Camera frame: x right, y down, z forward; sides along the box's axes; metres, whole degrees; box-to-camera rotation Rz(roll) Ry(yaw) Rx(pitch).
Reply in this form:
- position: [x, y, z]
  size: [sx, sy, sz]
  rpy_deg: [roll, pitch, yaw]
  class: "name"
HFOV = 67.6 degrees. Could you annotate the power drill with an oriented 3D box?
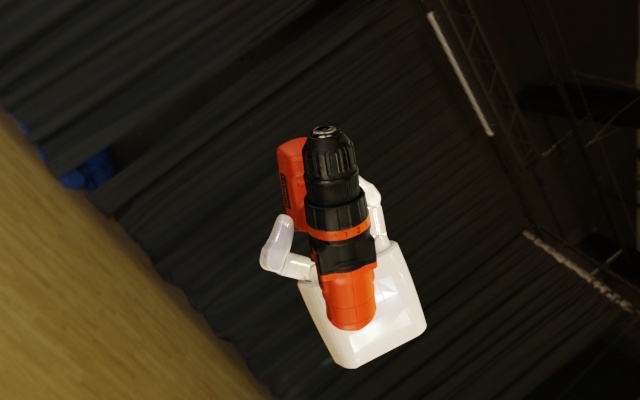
- position: [0.000, 0.002, 0.453]
  size: [0.057, 0.184, 0.187]
  rpy_deg: [-11, 26, -7]
  class: "power drill"
